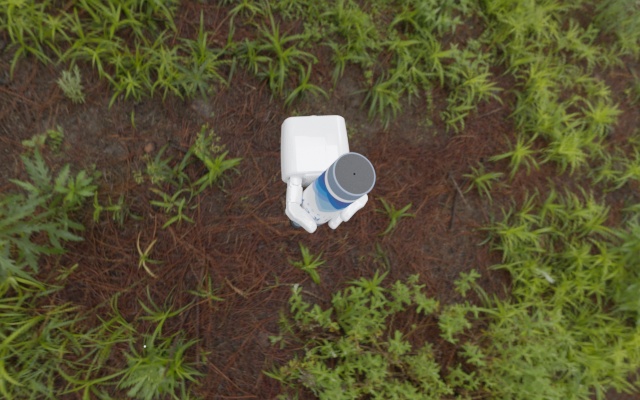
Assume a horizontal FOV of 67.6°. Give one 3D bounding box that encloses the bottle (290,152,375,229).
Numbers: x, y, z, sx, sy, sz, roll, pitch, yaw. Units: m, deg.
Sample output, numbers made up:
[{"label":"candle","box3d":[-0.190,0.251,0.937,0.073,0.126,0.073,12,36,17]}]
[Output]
[{"label":"bottle","box3d":[0.000,0.003,0.815,0.069,0.069,0.296,0,-16,-20]}]
